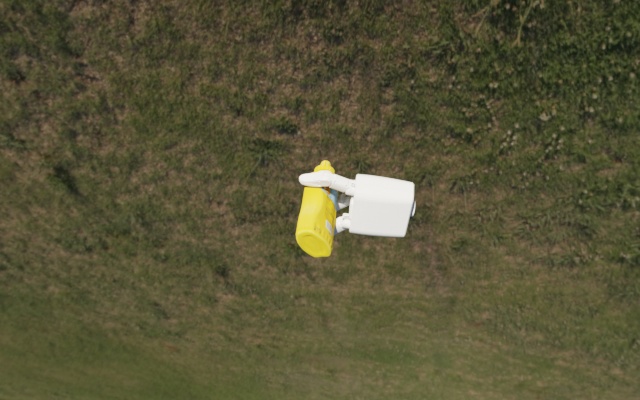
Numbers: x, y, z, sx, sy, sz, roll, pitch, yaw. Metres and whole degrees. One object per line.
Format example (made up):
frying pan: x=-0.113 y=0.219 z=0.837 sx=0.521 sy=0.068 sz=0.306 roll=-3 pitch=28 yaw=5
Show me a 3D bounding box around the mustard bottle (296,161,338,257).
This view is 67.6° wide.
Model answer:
mustard bottle: x=0.000 y=0.003 z=0.898 sx=0.058 sy=0.191 sz=0.096 roll=-8 pitch=-38 yaw=22
